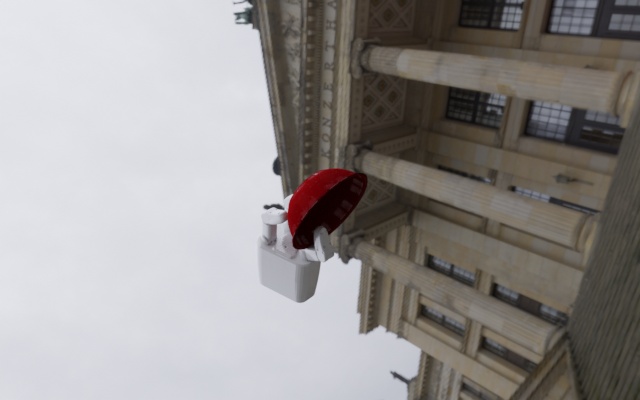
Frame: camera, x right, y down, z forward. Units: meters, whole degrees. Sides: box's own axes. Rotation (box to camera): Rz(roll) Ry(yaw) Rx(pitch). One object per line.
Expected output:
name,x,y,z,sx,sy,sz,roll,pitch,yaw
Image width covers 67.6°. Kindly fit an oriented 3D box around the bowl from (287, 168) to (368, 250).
bowl,0.000,0.001,0.763,0.055,0.162,0.162,45,19,20
